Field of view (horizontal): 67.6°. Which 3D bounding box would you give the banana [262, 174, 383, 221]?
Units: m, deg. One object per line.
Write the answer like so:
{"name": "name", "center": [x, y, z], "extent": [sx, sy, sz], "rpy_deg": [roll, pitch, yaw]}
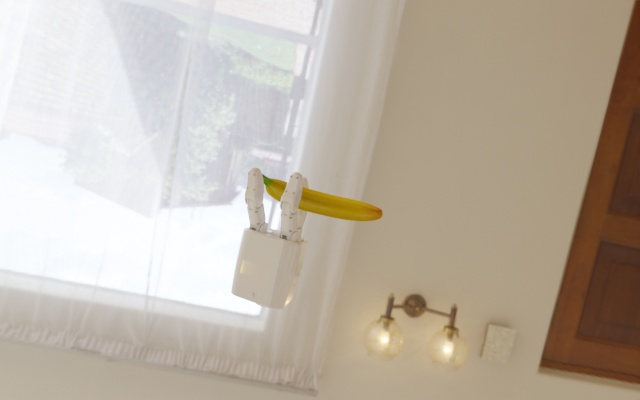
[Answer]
{"name": "banana", "center": [-0.003, 0.003, 0.744], "extent": [0.198, 0.037, 0.069], "rpy_deg": [15, -3, 3]}
